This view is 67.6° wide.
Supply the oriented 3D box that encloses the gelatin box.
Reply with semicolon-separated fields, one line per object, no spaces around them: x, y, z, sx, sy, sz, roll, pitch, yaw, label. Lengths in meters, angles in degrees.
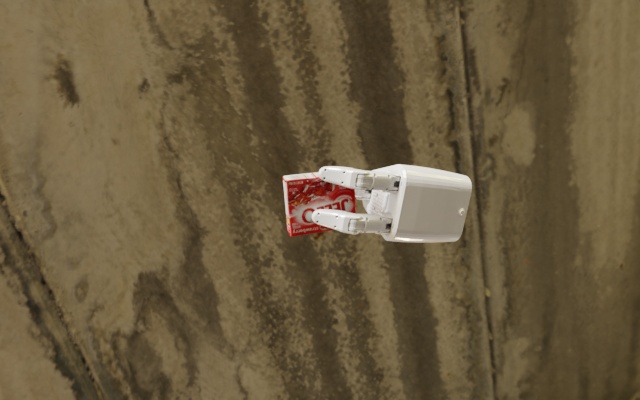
0.000;0.002;0.604;0.089;0.073;0.030;-7;17;-13;gelatin box
